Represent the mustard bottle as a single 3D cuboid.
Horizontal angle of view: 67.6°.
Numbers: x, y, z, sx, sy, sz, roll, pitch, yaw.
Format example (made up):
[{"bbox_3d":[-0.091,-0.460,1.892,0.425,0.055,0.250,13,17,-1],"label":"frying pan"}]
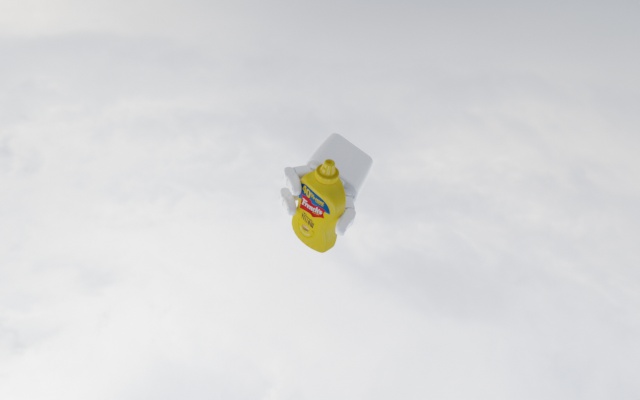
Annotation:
[{"bbox_3d":[0.000,0.003,0.857,0.058,0.192,0.096,-27,57,-34],"label":"mustard bottle"}]
